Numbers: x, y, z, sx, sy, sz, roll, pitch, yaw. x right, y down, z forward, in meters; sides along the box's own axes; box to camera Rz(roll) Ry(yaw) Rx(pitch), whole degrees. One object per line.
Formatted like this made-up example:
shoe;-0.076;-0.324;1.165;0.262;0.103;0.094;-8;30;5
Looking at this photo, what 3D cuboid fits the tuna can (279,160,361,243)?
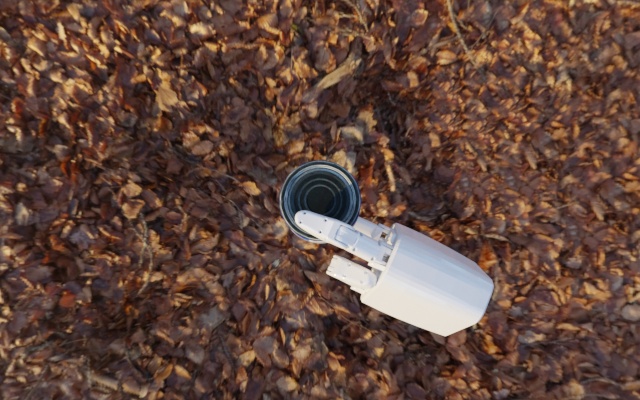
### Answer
tuna can;0.000;0.002;0.502;0.086;0.086;0.034;0;-8;2
